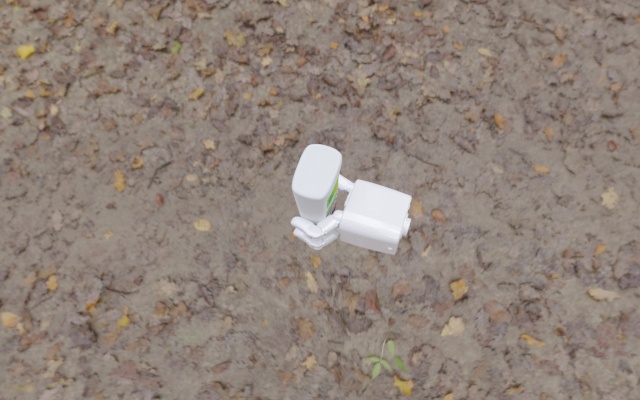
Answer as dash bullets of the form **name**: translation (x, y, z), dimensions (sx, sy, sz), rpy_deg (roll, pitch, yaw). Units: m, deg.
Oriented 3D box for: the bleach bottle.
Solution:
- **bleach bottle**: translation (0.000, 0.003, 0.882), dimensions (0.068, 0.102, 0.251), rpy_deg (17, -21, 11)
